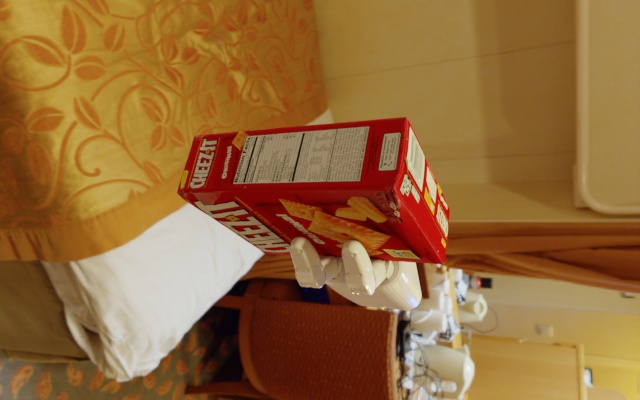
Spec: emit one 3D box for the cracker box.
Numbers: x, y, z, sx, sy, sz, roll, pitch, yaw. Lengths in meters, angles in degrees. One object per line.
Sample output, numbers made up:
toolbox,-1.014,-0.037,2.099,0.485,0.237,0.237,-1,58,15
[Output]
cracker box,0.000,0.001,0.460,0.213,0.072,0.164,-1,-27,27
